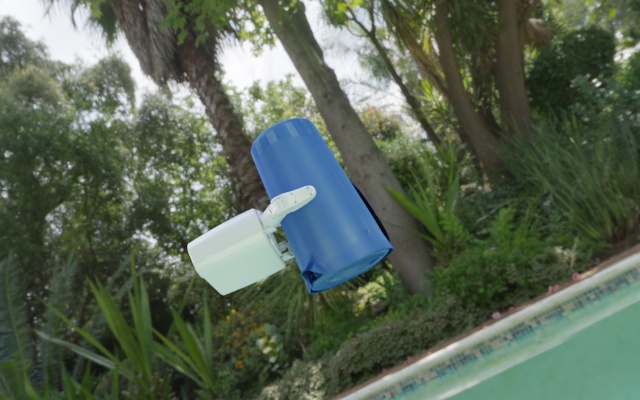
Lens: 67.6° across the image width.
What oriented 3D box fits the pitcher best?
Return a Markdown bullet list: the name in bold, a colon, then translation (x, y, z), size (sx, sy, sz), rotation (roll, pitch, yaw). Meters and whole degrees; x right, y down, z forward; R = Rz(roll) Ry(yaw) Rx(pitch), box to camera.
- **pitcher**: translation (0.000, 0.002, 0.707), size (0.145, 0.242, 0.149), rotation (-27, -17, -2)
